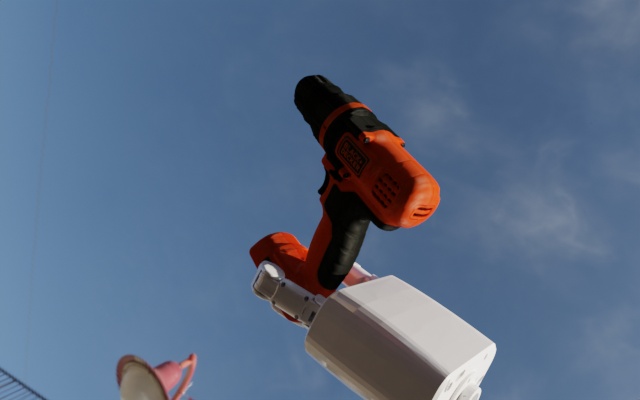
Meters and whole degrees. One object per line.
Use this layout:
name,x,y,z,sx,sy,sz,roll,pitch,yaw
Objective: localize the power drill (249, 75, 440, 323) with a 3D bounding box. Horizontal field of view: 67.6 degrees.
power drill,0.000,0.002,0.431,0.057,0.188,0.184,2,39,-39
